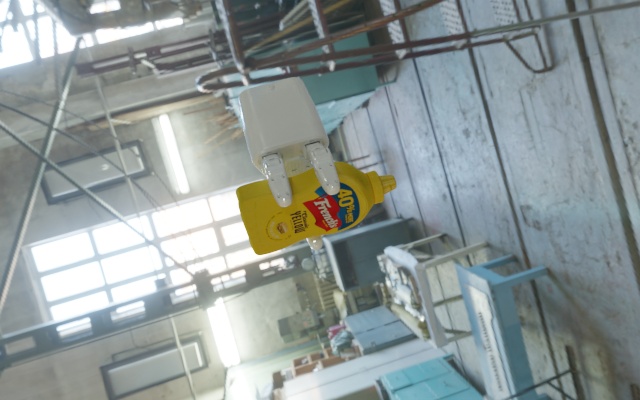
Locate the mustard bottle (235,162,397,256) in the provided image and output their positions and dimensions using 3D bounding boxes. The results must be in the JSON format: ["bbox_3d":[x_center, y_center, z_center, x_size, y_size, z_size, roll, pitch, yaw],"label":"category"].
[{"bbox_3d":[0.000,0.002,0.584,0.191,0.096,0.058,-16,39,-6],"label":"mustard bottle"}]
